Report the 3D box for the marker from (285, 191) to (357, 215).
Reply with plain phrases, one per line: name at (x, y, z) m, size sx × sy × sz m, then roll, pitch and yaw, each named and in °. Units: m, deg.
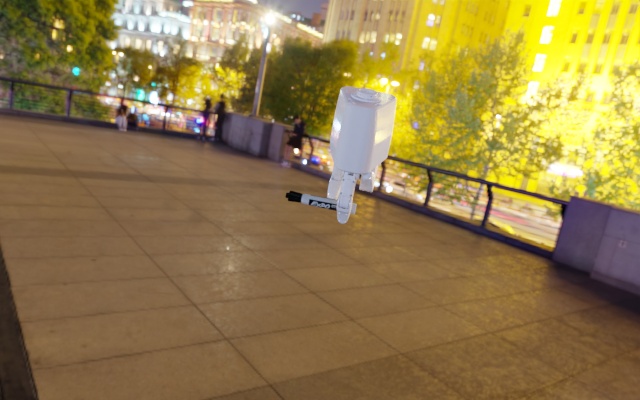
marker at (0.000, 0.003, 0.808) m, size 0.121 × 0.020 × 0.020 m, roll 12°, pitch 1°, yaw 7°
